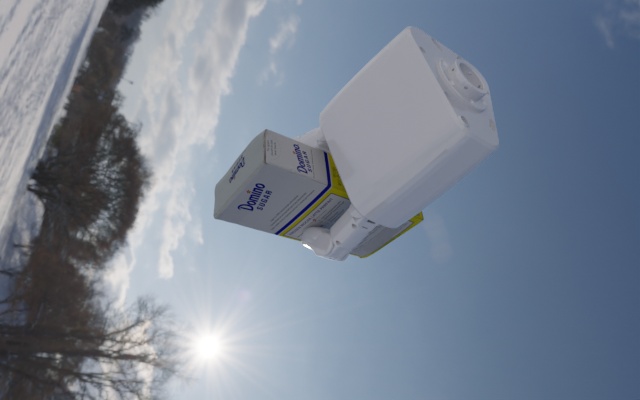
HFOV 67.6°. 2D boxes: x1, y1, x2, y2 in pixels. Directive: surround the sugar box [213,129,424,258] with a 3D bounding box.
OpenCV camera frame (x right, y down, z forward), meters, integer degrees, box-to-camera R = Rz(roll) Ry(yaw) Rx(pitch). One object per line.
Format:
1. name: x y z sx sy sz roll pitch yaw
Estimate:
1. sugar box: 0.000 0.001 0.449 0.176 0.048 0.093 21 -43 -30
